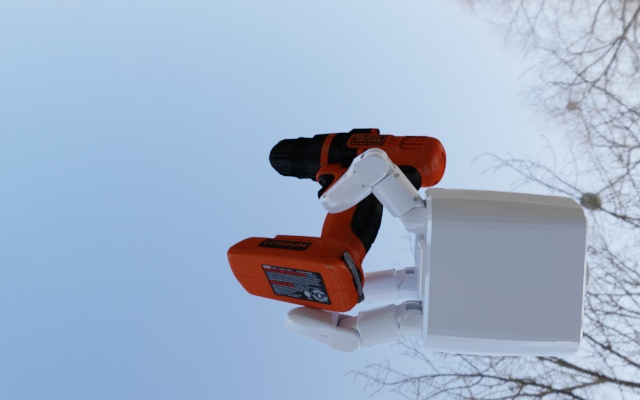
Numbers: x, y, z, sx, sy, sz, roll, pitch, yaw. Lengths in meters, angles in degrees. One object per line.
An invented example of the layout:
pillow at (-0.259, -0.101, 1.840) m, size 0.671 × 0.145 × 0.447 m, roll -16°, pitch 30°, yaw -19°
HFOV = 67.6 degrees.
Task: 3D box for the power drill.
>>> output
power drill at (0.000, 0.002, 0.419) m, size 0.184 × 0.057 × 0.187 m, roll 3°, pitch 42°, yaw 31°
